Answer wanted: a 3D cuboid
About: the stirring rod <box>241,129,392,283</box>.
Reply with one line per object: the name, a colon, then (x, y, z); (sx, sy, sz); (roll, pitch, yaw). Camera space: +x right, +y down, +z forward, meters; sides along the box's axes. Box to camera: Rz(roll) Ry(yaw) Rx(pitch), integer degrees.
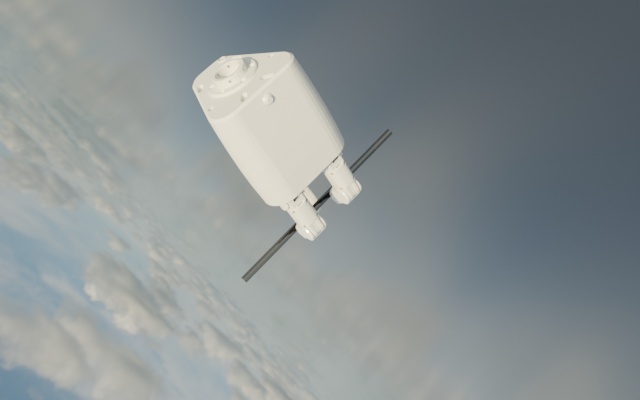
stirring rod: (0.000, 0.002, 0.538); (0.239, 0.011, 0.011); (-45, 13, -13)
